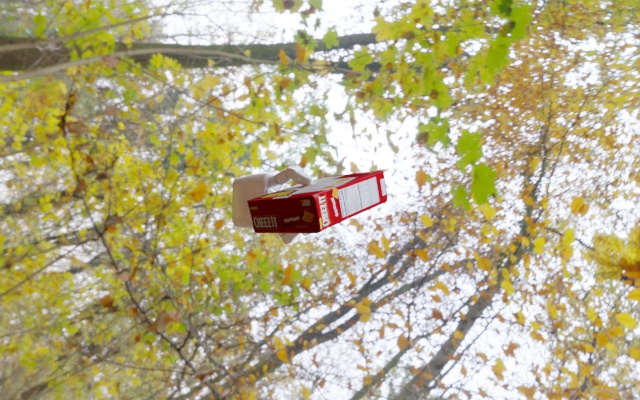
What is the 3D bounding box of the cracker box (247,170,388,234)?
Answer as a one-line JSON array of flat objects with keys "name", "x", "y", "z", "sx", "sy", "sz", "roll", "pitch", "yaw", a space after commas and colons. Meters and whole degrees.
[{"name": "cracker box", "x": 0.000, "y": 0.003, "z": 0.891, "sx": 0.164, "sy": 0.072, "sz": 0.213, "roll": -4, "pitch": 11, "yaw": 41}]
